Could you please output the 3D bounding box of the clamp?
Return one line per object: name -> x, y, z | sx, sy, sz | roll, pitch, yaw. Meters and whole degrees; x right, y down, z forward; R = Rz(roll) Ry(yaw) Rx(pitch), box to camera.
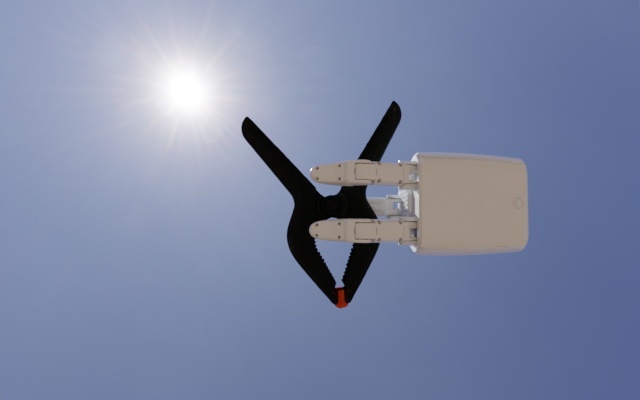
clamp -> 0.000, 0.002, 0.487 | 0.164, 0.210, 0.036 | 1, -4, 1
